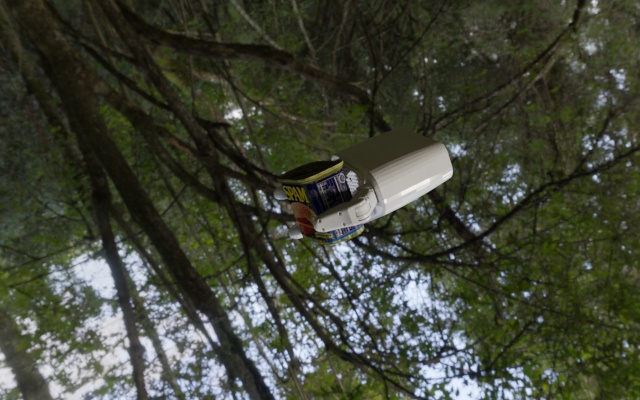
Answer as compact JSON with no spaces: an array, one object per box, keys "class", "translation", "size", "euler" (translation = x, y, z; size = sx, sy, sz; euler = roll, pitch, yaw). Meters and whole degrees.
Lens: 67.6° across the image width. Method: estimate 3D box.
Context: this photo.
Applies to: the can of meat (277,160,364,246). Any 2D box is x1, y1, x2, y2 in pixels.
[{"class":"can of meat","translation":[0.000,0.002,0.563],"size":[0.057,0.084,0.102],"euler":[-26,14,-21]}]
